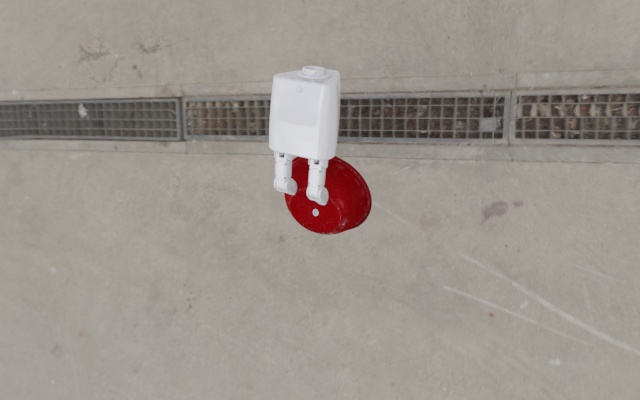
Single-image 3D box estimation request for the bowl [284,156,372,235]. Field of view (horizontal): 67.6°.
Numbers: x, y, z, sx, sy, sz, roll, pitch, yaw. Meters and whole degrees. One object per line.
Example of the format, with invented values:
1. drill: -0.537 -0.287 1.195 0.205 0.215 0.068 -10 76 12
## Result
1. bowl: 0.000 0.004 0.791 0.162 0.162 0.055 0 36 28
